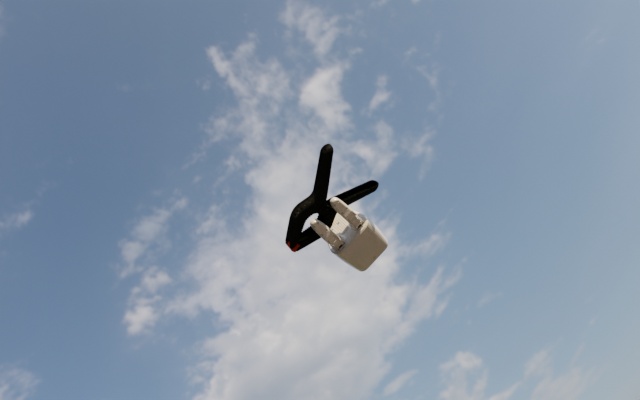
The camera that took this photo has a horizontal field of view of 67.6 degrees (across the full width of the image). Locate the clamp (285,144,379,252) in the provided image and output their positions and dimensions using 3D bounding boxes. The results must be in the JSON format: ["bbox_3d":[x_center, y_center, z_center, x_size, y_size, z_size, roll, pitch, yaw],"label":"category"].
[{"bbox_3d":[0.000,0.003,0.894,0.165,0.210,0.036,42,1,-42],"label":"clamp"}]
